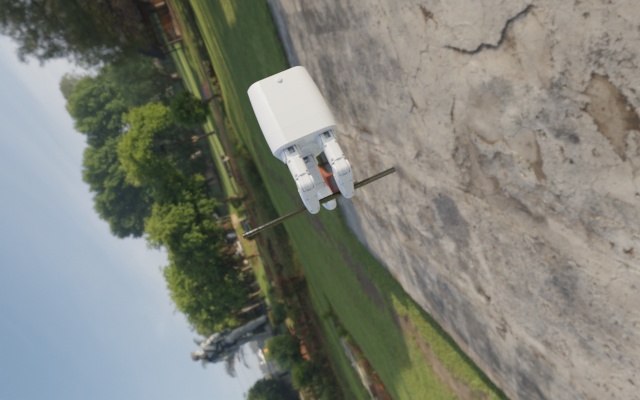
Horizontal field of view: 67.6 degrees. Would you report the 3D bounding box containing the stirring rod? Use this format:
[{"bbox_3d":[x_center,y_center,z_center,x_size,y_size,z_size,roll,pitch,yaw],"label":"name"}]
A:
[{"bbox_3d":[0.000,0.002,0.686,0.239,0.011,0.011,-24,4,-8],"label":"stirring rod"}]
